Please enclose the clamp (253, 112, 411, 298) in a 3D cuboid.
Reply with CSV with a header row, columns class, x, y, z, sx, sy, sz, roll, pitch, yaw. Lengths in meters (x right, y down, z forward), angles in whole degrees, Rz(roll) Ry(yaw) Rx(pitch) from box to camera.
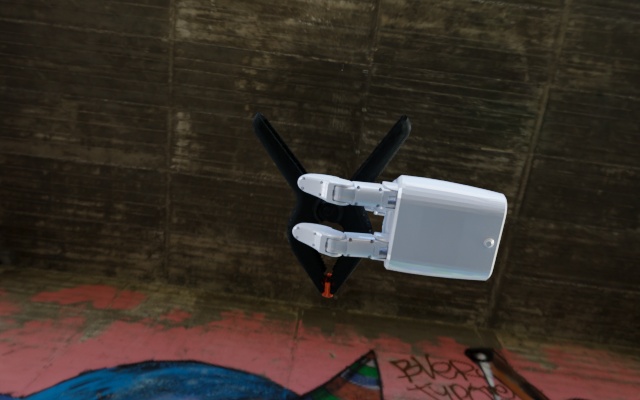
class,x,y,z,sx,sy,sz,roll,pitch,yaw
clamp,0.000,0.002,0.521,0.164,0.210,0.036,9,16,7
